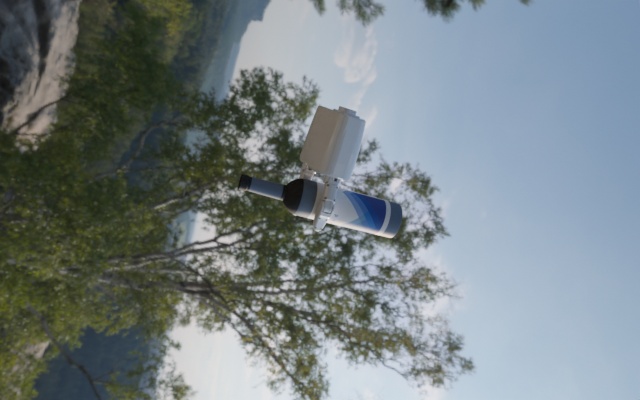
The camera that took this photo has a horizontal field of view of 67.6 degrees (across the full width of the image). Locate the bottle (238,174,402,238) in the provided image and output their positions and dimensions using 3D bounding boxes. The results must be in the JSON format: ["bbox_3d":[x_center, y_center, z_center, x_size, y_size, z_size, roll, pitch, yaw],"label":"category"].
[{"bbox_3d":[0.000,0.003,0.853,0.296,0.069,0.069,14,-4,-16],"label":"bottle"}]
